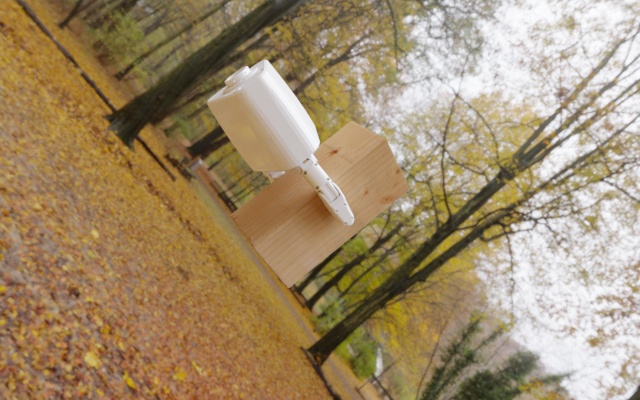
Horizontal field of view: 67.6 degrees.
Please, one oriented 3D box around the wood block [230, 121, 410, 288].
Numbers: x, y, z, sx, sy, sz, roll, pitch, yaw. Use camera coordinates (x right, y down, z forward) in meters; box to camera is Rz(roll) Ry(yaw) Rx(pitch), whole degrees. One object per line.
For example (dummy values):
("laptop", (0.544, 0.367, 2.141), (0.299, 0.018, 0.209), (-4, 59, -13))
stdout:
("wood block", (0.000, 0.002, 0.623), (0.206, 0.090, 0.090), (-38, 37, -7))
